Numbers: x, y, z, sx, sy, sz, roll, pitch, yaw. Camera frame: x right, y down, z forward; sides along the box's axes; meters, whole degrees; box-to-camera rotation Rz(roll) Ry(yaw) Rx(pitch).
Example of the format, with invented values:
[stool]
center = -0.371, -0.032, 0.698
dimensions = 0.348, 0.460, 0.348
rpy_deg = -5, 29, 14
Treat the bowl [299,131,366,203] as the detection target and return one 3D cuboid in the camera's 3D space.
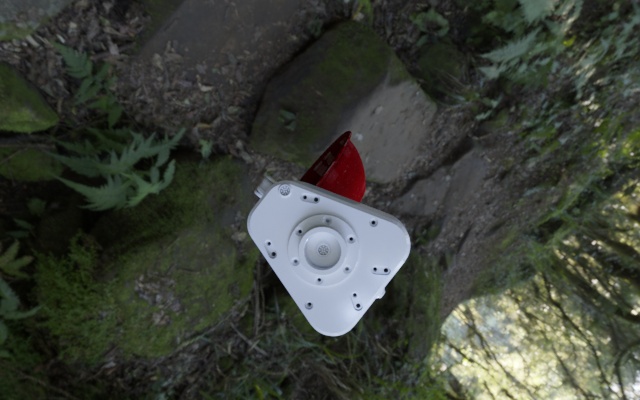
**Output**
[bowl]
center = 0.000, 0.002, 0.531
dimensions = 0.055, 0.162, 0.162
rpy_deg = 39, -7, -9
